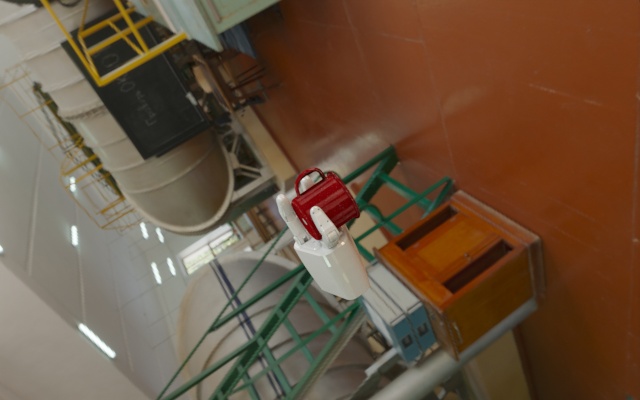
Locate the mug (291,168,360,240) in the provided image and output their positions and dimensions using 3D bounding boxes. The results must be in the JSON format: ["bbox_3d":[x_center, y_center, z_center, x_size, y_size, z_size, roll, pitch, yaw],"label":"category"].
[{"bbox_3d":[-0.001,0.002,0.782,0.081,0.117,0.093,-34,22,-11],"label":"mug"}]
